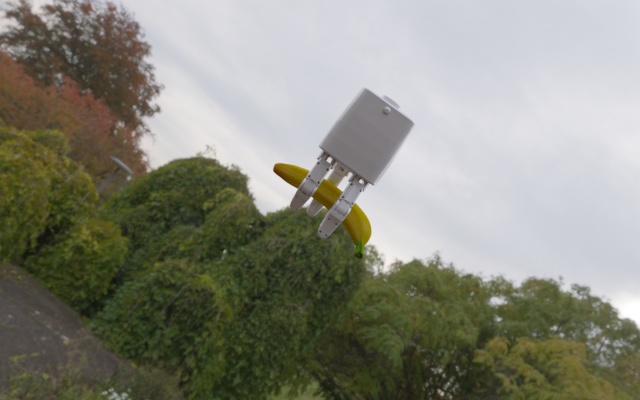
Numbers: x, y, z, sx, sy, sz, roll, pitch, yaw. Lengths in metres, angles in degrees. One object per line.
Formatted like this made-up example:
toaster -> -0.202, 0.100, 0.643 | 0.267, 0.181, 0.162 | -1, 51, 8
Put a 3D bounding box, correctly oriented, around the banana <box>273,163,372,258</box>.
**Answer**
banana -> 0.013, 0.002, 0.721 | 0.197, 0.037, 0.069 | 44, 30, 20
